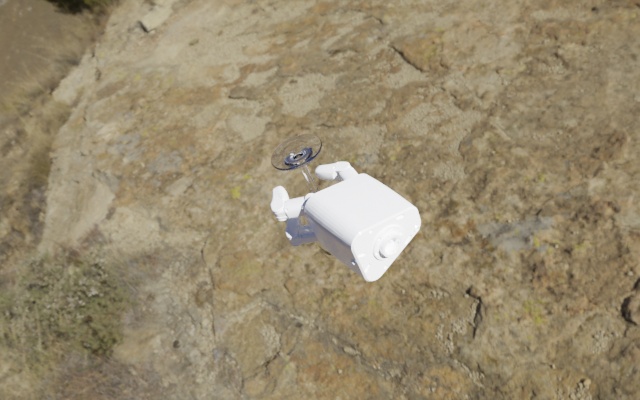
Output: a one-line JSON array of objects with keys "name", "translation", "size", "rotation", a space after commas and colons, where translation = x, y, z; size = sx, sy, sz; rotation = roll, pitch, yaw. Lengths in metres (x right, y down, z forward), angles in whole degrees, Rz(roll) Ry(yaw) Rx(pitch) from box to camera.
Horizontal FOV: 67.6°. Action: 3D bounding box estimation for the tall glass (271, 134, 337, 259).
[{"name": "tall glass", "translation": [0.000, 0.002, 0.710], "size": [0.079, 0.079, 0.201], "rotation": [0, -44, 27]}]
